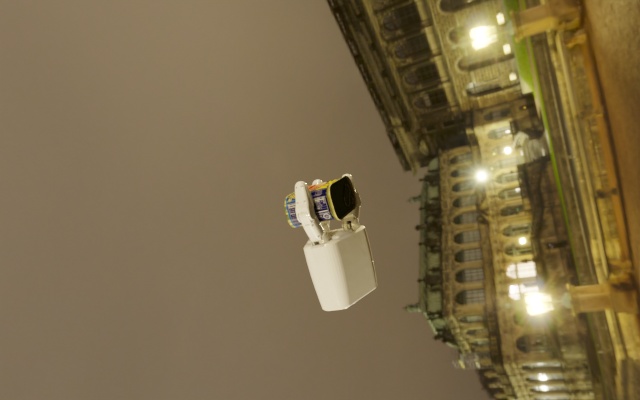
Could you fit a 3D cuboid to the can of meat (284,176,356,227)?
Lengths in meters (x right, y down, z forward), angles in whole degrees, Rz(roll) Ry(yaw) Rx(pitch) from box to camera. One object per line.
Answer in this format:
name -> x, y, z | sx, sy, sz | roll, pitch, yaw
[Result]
can of meat -> 0.000, 0.003, 0.765 | 0.084, 0.057, 0.102 | -13, 9, 25
